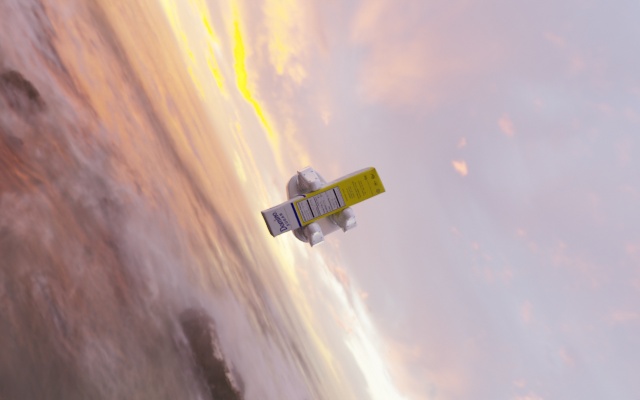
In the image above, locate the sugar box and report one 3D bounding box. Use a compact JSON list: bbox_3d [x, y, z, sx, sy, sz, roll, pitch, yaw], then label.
[{"bbox_3d":[0.000,0.003,0.714,0.176,0.048,0.093,-25,4,-8],"label":"sugar box"}]
